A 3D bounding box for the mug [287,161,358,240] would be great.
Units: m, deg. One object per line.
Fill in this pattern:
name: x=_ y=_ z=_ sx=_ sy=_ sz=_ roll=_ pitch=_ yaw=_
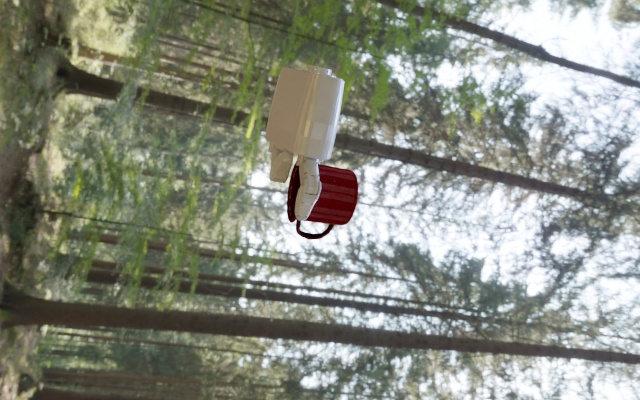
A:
mug: x=0.000 y=0.004 z=0.678 sx=0.081 sy=0.117 sz=0.093 roll=8 pitch=16 yaw=-16
